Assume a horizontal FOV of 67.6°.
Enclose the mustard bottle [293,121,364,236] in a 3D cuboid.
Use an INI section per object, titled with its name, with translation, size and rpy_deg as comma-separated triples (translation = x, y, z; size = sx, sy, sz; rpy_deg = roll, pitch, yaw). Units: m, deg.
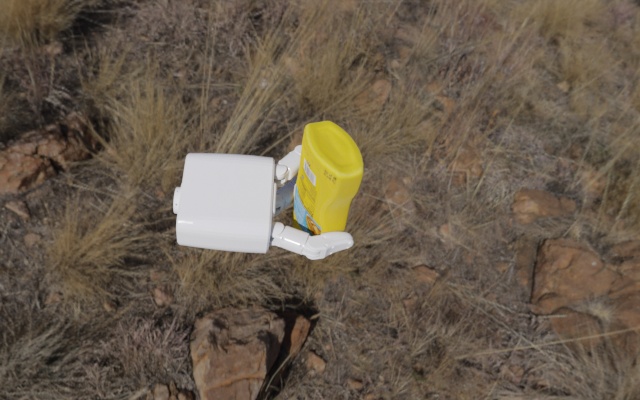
[mustard bottle]
translation = 0.000, 0.002, 0.601
size = 0.058, 0.096, 0.192
rpy_deg = -14, -37, -24
